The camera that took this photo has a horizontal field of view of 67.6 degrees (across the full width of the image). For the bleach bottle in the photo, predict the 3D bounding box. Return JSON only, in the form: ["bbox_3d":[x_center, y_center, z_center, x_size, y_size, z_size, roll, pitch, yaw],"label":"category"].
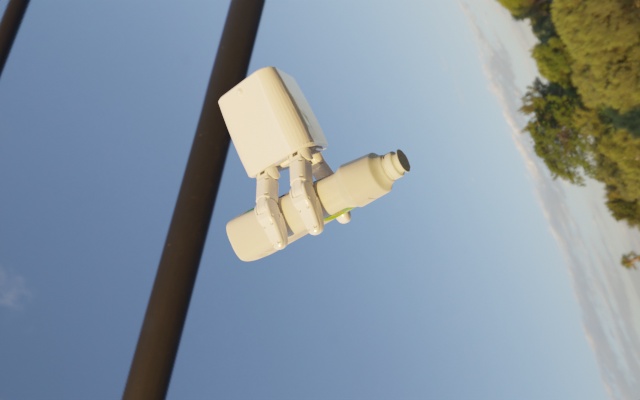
[{"bbox_3d":[0.000,0.002,0.599,0.251,0.068,0.102,-26,-3,31],"label":"bleach bottle"}]
